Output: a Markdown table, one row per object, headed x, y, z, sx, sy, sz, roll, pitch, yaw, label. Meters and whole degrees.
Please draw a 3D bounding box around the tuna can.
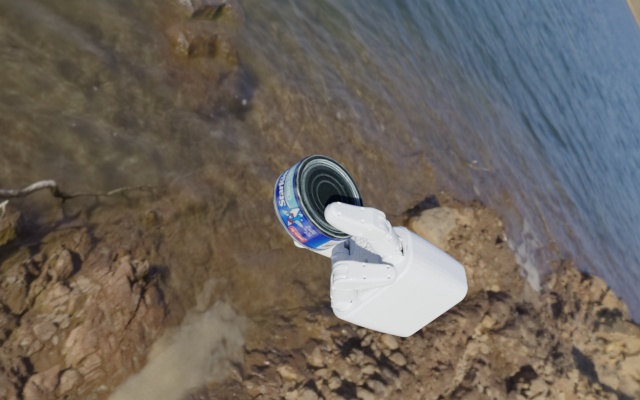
| x | y | z | sx | sy | sz | roll | pitch | yaw | label |
| --- | --- | --- | --- | --- | --- | --- | --- | --- | --- |
| 0.000 | 0.001 | 0.445 | 0.086 | 0.086 | 0.034 | 0 | -22 | -45 | tuna can |
